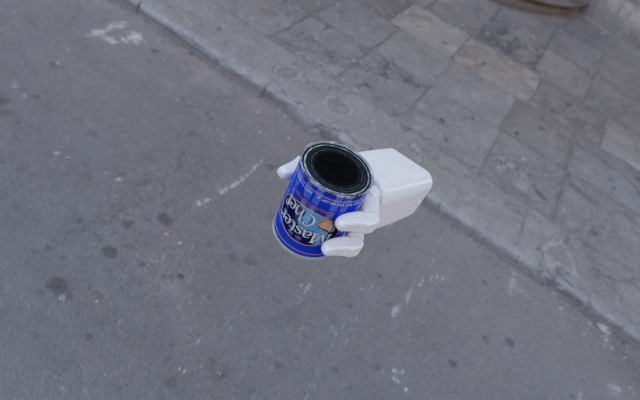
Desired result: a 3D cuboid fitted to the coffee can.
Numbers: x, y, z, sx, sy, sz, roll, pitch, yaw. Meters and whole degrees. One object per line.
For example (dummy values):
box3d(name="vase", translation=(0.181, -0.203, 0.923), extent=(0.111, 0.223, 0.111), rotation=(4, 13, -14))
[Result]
box3d(name="coffee can", translation=(0.000, 0.002, 0.666), extent=(0.103, 0.102, 0.140), rotation=(0, -40, -25))
